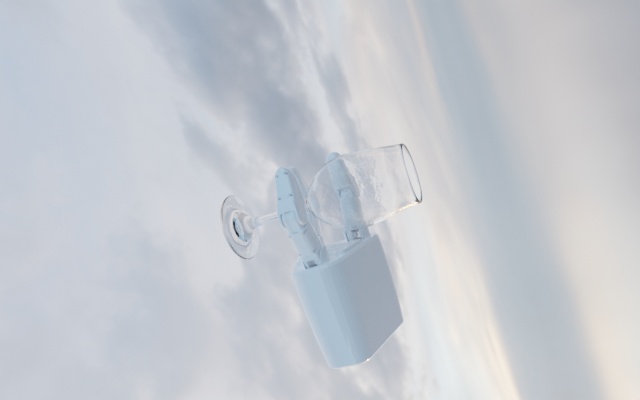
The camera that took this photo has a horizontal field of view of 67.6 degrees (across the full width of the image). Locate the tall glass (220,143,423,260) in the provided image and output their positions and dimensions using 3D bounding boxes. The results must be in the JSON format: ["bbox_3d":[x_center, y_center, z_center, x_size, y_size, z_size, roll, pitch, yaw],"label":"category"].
[{"bbox_3d":[-0.001,0.002,0.497,0.201,0.079,0.079,-18,-6,20],"label":"tall glass"}]
